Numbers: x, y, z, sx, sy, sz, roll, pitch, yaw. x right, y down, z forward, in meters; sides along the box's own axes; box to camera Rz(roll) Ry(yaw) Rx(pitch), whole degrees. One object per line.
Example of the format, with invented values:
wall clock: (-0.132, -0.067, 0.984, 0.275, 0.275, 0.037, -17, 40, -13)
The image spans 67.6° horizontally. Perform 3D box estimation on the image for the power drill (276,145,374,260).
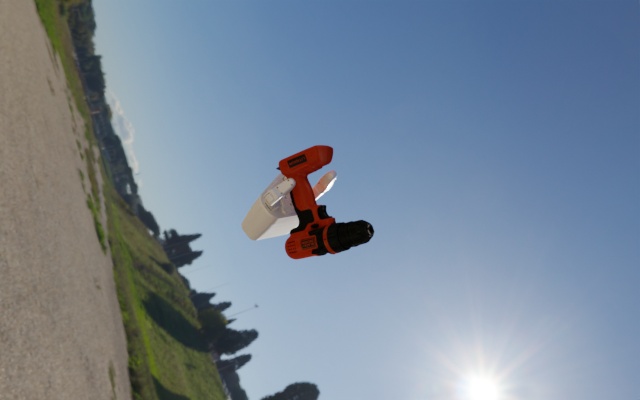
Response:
power drill: (0.000, 0.002, 0.835, 0.184, 0.187, 0.057, -17, -12, 36)
